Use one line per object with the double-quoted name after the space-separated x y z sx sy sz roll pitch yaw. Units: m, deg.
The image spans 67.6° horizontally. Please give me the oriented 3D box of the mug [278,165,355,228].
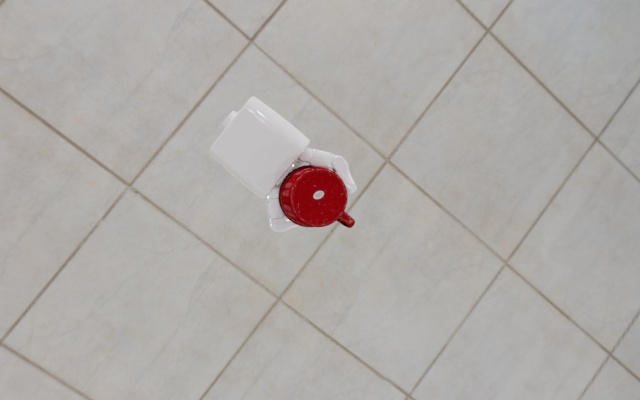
0.001 0.003 0.676 0.117 0.093 0.081 39 -5 -9 "mug"
